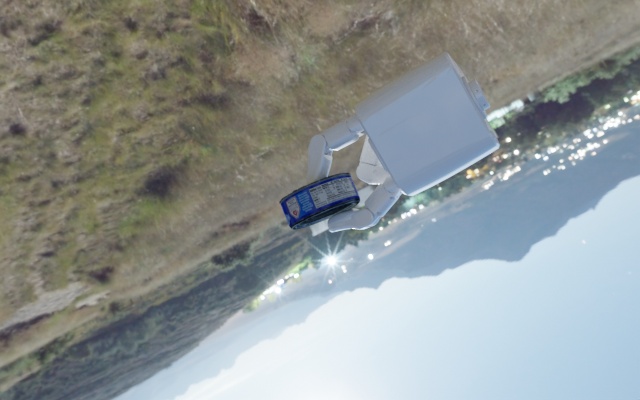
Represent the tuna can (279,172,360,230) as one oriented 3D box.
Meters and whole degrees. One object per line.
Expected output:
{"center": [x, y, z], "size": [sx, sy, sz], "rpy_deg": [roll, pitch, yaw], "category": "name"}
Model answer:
{"center": [0.000, 0.002, 0.530], "size": [0.086, 0.033, 0.086], "rpy_deg": [-22, -8, -3], "category": "tuna can"}
